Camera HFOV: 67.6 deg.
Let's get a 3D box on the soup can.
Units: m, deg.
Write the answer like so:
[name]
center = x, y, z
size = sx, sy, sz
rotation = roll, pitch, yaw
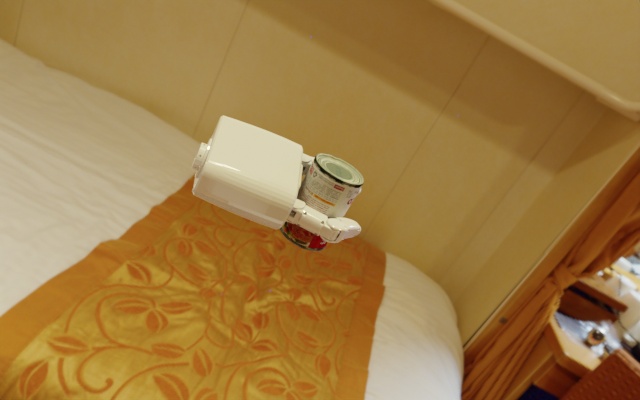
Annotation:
[soup can]
center = 0.001, 0.002, 0.585
size = 0.068, 0.102, 0.068
rotation = 24, 25, -12
